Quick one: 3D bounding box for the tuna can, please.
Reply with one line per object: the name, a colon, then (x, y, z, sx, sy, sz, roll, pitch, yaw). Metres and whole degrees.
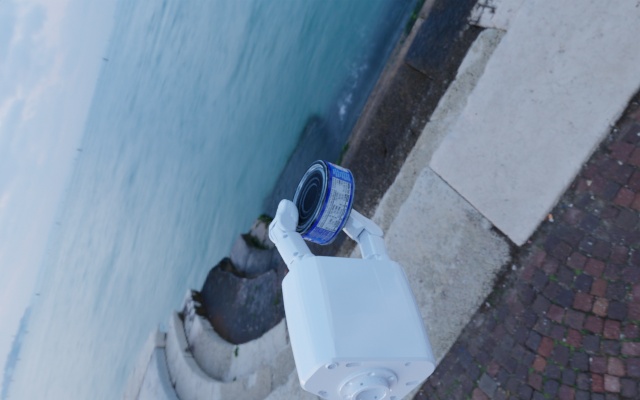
tuna can: (0.000, 0.001, 0.503, 0.034, 0.086, 0.086, 19, -8, -23)
